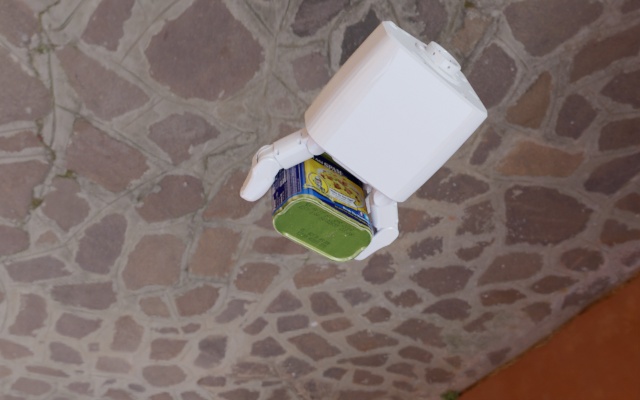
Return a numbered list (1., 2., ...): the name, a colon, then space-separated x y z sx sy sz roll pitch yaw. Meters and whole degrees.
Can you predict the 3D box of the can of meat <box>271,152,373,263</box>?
1. can of meat: 0.000 0.002 0.460 0.102 0.083 0.057 29 -57 -28
